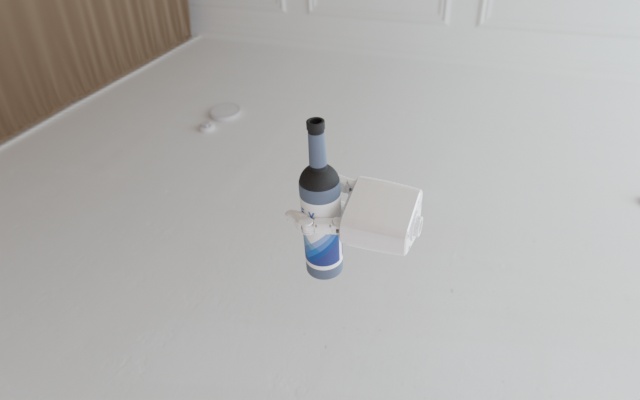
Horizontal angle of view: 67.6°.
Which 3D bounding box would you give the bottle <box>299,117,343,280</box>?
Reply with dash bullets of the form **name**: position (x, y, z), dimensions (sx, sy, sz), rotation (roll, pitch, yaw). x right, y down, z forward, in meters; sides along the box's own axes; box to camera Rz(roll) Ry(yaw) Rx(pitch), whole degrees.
- **bottle**: position (0.000, 0.003, 0.779), dimensions (0.069, 0.296, 0.069), rotation (-2, 37, 2)
